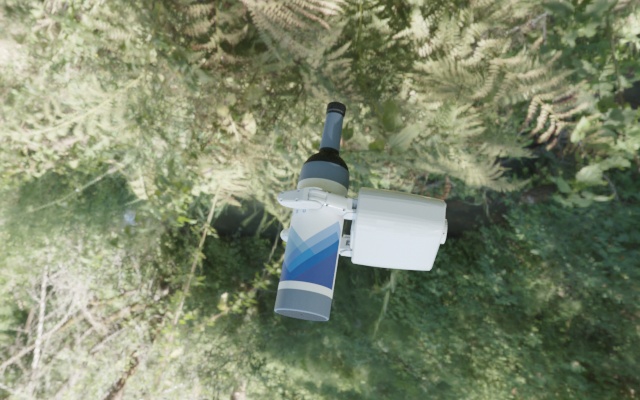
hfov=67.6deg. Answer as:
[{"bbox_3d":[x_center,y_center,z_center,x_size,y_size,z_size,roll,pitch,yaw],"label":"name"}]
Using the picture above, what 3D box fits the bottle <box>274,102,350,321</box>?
[{"bbox_3d":[0.000,0.002,0.623,0.069,0.295,0.069,8,-21,3],"label":"bottle"}]
